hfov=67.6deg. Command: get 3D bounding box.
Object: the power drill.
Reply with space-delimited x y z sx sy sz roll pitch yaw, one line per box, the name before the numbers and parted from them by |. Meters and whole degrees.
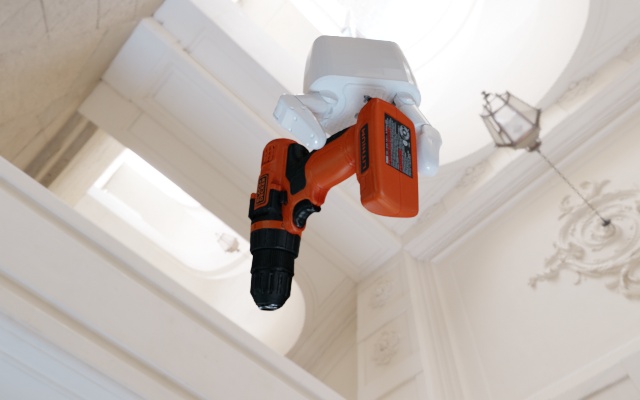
power drill | 0.000 0.001 0.443 0.057 0.184 0.188 22 -31 -39
